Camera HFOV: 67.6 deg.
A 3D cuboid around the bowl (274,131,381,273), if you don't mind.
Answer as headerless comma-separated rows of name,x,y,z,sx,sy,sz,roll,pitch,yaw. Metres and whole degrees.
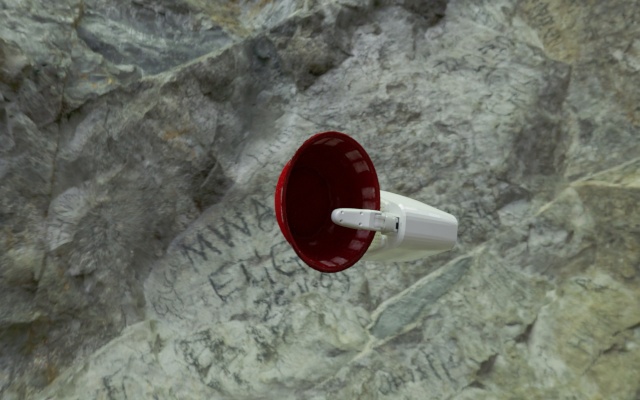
bowl,-0.001,0.001,0.561,0.162,0.162,0.055,0,1,-44
